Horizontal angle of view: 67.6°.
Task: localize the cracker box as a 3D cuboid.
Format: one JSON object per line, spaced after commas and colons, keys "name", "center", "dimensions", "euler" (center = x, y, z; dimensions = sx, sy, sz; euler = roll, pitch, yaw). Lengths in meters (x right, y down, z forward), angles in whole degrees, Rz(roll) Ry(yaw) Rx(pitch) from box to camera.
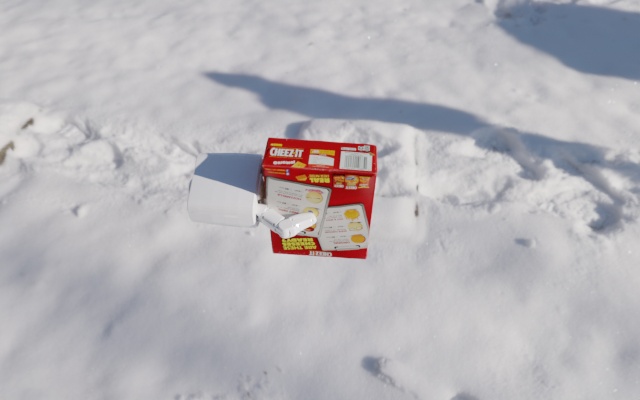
{"name": "cracker box", "center": [0.000, 0.003, 0.759], "dimensions": [0.164, 0.072, 0.214], "euler": [4, -41, 3]}
